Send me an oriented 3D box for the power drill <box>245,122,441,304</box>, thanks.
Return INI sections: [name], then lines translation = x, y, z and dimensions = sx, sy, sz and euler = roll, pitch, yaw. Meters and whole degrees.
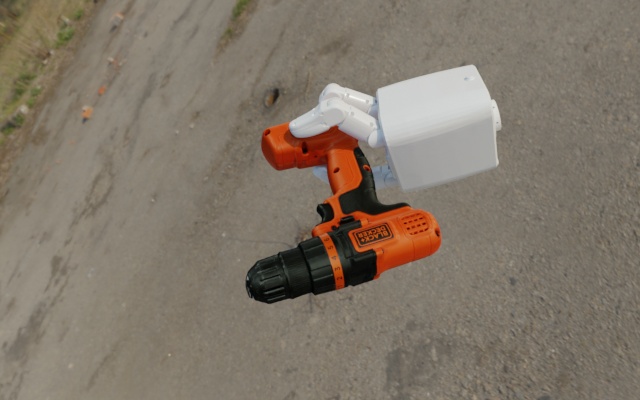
[power drill]
translation = 0.000, 0.001, 0.474
dimensions = 0.184, 0.187, 0.057
euler = -15, -34, -12
